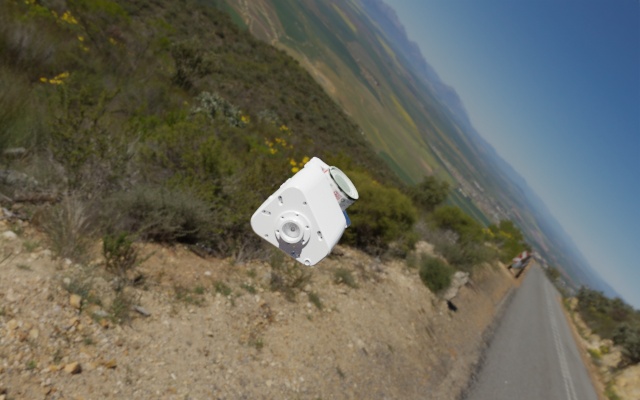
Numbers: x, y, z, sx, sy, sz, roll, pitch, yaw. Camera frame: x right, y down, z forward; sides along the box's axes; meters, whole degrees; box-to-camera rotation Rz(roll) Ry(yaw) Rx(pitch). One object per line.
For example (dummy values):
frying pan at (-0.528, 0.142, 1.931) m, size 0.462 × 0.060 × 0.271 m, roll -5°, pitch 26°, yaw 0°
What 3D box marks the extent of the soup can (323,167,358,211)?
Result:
soup can at (0.001, 0.002, 0.755) m, size 0.102 × 0.068 × 0.068 m, roll -40°, pitch -16°, yaw 19°
